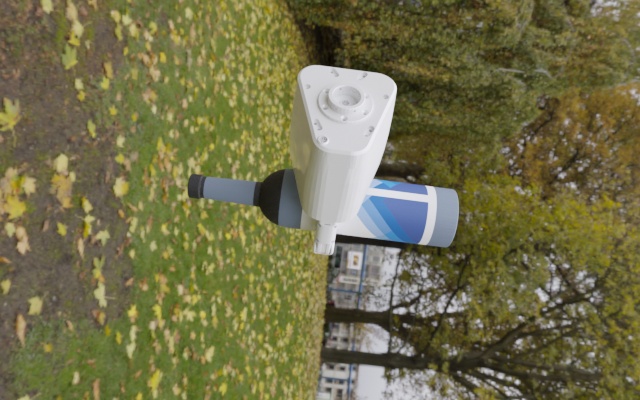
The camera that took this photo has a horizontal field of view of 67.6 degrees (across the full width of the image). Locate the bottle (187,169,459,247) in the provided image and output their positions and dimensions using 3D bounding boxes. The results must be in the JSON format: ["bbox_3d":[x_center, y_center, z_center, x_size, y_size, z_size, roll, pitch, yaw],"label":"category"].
[{"bbox_3d":[0.000,0.002,0.539,0.296,0.069,0.069,7,0,-1],"label":"bottle"}]
